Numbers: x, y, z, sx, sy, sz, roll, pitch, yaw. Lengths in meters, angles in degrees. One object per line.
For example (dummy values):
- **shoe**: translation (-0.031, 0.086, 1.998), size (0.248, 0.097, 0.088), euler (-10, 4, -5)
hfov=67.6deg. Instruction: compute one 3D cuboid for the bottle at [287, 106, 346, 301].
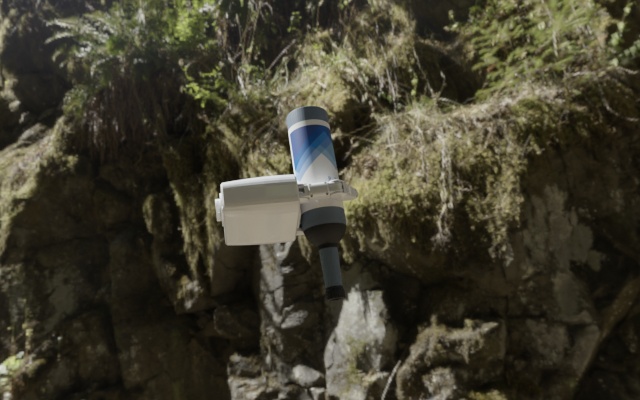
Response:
- **bottle**: translation (0.000, 0.002, 0.722), size (0.069, 0.295, 0.069), euler (-8, -18, -3)
